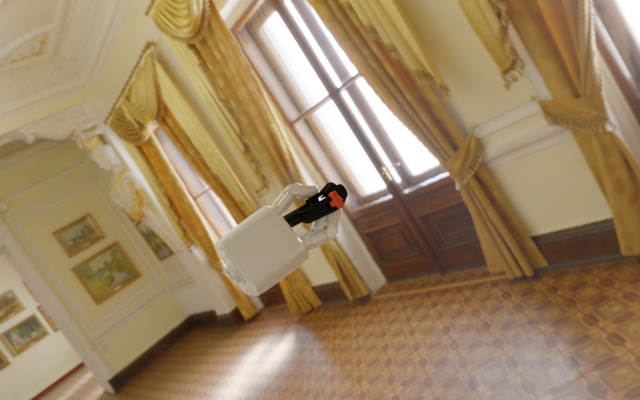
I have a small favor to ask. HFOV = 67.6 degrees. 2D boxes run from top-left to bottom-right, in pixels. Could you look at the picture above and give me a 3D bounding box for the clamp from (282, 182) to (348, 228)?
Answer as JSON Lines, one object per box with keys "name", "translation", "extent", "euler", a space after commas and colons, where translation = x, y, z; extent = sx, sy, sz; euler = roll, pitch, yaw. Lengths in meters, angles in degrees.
{"name": "clamp", "translation": [0.000, 0.002, 0.844], "extent": [0.164, 0.036, 0.210], "euler": [-38, 7, -25]}
